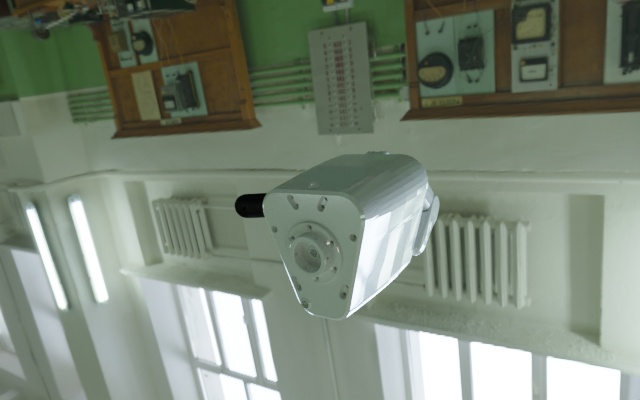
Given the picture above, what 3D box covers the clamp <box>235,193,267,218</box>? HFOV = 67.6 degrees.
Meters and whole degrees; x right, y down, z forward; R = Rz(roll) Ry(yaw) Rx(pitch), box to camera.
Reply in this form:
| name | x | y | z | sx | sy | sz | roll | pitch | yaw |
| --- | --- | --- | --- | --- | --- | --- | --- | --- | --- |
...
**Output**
| name | x | y | z | sx | sy | sz | roll | pitch | yaw |
| --- | --- | --- | --- | --- | --- | --- | --- | --- | --- |
| clamp | 0.000 | 0.002 | 0.498 | 0.171 | 0.039 | 0.120 | 3 | 18 | 35 |
